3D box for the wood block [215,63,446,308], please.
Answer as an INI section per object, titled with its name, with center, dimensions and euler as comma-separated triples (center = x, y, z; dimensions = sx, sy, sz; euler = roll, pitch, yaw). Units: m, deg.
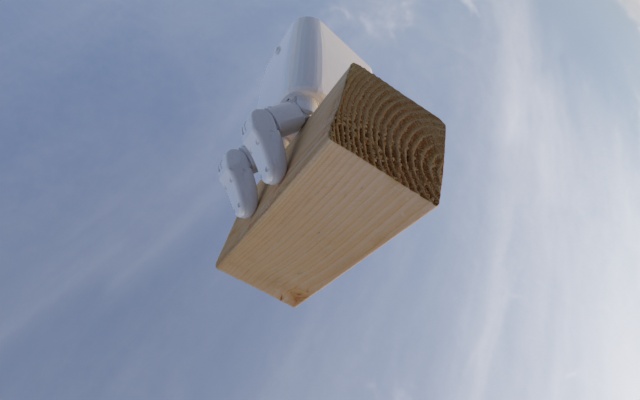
[wood block]
center = 0.000, 0.001, 0.403
dimensions = 0.091, 0.090, 0.206
euler = 29, -41, -15
